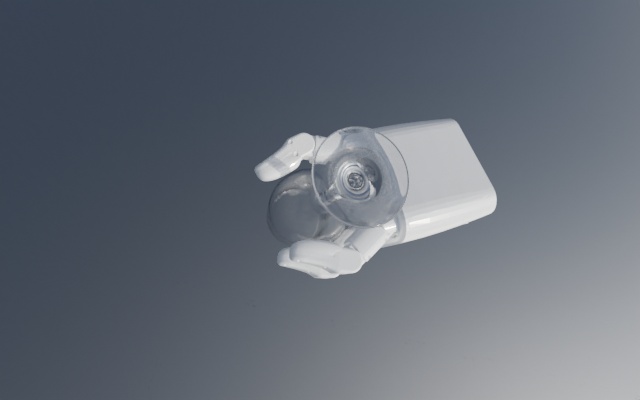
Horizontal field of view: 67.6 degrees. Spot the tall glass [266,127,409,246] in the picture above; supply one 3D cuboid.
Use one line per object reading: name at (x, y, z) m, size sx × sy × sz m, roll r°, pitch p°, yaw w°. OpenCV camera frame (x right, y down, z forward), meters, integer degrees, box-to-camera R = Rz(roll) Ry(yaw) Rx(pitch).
tall glass at (0.000, 0.001, 0.429) m, size 0.079 × 0.079 × 0.201 m, roll 0°, pitch -11°, yaw -18°
